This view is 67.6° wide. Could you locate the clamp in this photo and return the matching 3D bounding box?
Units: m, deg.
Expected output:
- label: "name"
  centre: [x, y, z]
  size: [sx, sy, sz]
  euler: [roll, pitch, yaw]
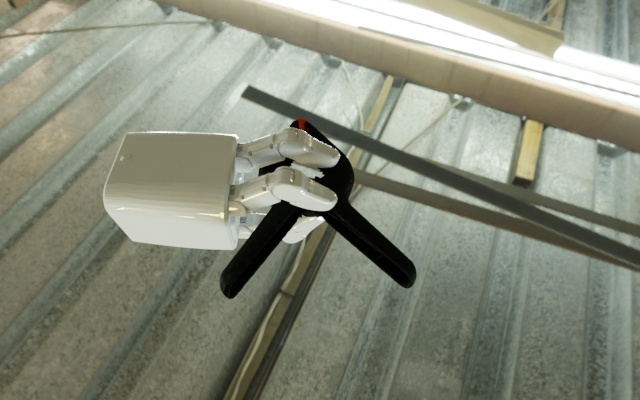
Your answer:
- label: "clamp"
  centre: [0.000, 0.002, 0.454]
  size: [0.164, 0.209, 0.036]
  euler: [4, -41, -5]
